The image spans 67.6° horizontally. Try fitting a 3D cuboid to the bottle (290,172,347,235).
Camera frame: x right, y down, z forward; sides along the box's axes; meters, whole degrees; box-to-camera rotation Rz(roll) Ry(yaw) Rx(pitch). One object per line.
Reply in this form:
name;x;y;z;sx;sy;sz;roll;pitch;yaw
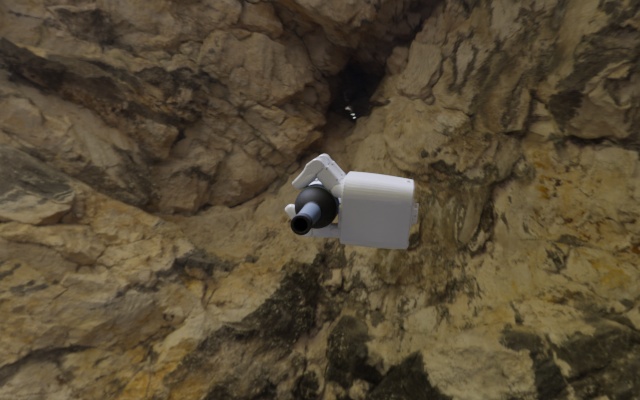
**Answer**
bottle;0.000;0.002;0.757;0.069;0.069;0.295;0;12;10
